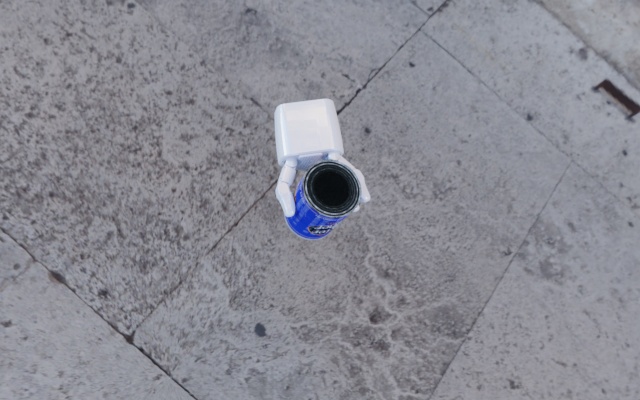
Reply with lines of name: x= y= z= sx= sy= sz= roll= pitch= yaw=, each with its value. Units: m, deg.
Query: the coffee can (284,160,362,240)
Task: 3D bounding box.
coffee can: x=0.000 y=0.003 z=0.844 sx=0.103 sy=0.102 sz=0.140 roll=0 pitch=-20 yaw=-17
